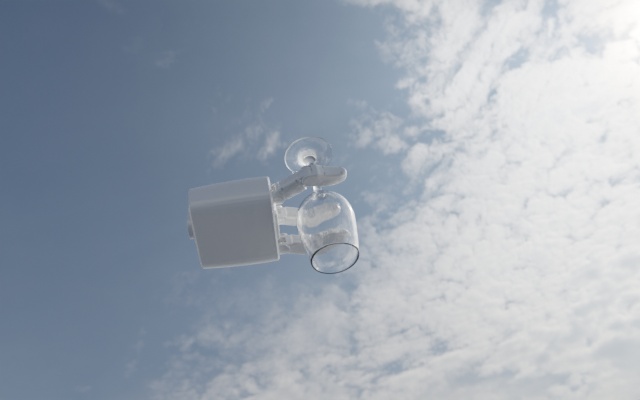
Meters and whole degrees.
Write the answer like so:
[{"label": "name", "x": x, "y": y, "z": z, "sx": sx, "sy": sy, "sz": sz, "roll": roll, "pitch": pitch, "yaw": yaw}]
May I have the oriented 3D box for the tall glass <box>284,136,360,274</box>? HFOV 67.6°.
[{"label": "tall glass", "x": 0.000, "y": 0.002, "z": 0.654, "sx": 0.079, "sy": 0.079, "sz": 0.200, "roll": -8, "pitch": 46, "yaw": -8}]
